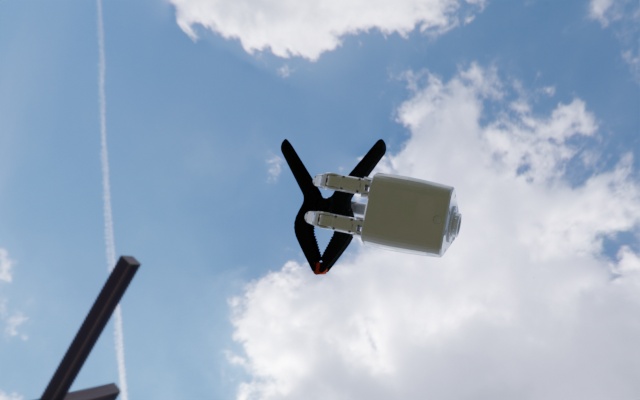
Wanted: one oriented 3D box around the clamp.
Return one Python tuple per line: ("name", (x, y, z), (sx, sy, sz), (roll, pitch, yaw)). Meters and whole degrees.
("clamp", (0.001, 0.003, 0.710), (0.164, 0.210, 0.036), (10, -4, 22))
